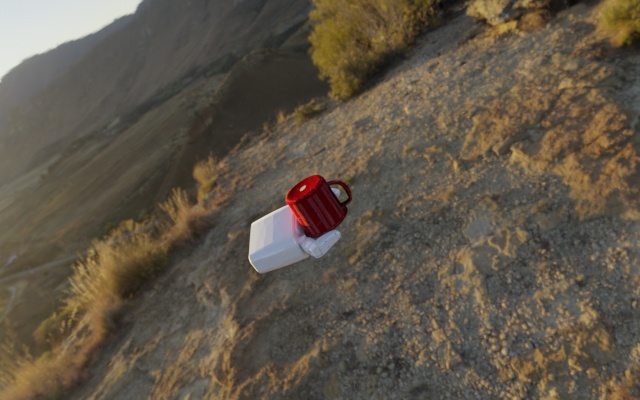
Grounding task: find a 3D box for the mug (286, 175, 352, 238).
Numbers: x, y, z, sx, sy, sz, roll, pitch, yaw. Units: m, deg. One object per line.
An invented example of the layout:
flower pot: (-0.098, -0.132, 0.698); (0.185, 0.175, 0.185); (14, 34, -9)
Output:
mug: (0.001, 0.002, 0.866); (0.117, 0.081, 0.093); (-26, 25, 18)
